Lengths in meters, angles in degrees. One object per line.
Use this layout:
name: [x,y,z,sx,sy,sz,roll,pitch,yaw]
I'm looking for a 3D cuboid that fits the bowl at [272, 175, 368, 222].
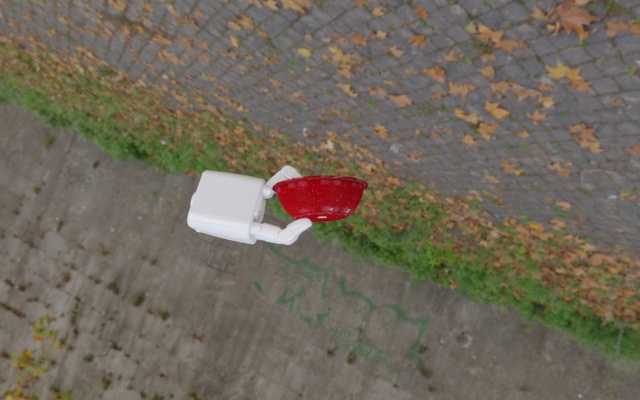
bowl: [0.001,0.003,0.796,0.162,0.055,0.162,-2,-11,0]
